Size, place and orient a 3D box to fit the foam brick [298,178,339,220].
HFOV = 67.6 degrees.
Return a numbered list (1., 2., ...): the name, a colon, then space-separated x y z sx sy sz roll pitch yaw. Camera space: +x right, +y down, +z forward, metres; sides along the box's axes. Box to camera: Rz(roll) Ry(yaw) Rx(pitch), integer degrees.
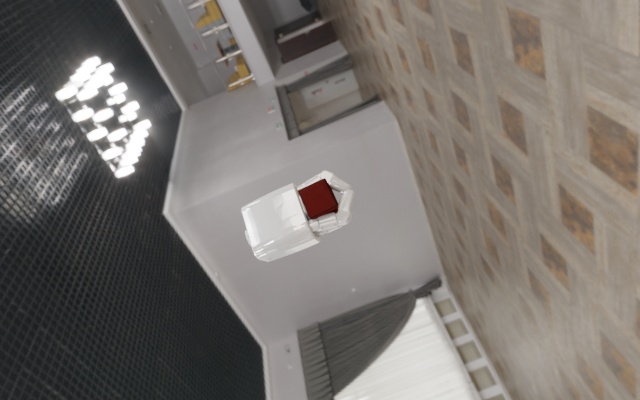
1. foam brick: 0.000 0.002 0.817 0.051 0.053 0.078 -24 -13 4
